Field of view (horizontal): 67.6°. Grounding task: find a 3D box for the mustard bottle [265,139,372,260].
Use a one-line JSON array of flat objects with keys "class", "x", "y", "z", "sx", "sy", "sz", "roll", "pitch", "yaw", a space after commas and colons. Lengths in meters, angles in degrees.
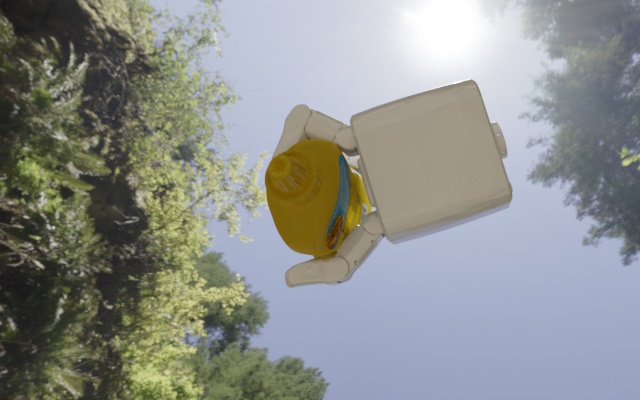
[{"class": "mustard bottle", "x": 0.000, "y": 0.001, "z": 0.413, "sx": 0.058, "sy": 0.096, "sz": 0.192, "roll": 7, "pitch": -12, "yaw": 18}]
